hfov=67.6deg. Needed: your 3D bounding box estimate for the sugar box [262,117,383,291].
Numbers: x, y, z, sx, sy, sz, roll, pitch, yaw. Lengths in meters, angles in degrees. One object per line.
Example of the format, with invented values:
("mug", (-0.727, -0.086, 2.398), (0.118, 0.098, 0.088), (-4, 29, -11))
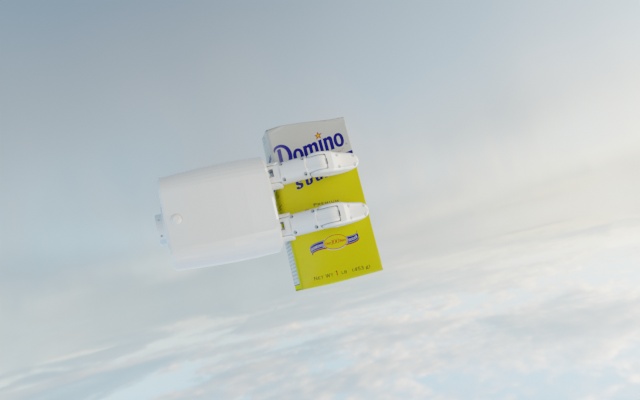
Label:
("sugar box", (0.000, 0.002, 0.522), (0.093, 0.176, 0.048), (-12, -8, -16))
